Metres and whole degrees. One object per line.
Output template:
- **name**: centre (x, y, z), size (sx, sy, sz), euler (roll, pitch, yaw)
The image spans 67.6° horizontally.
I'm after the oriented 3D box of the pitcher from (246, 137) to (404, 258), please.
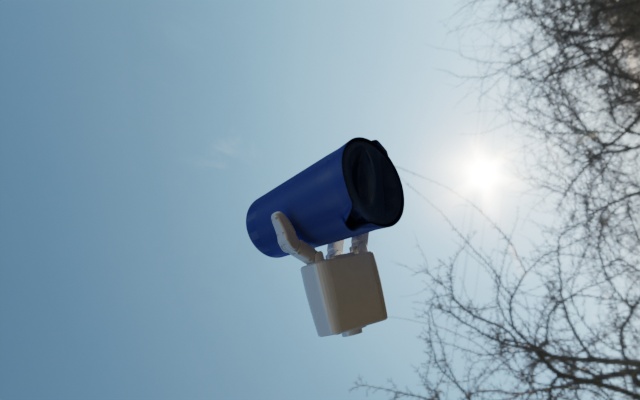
- **pitcher**: centre (0.000, 0.003, 0.740), size (0.243, 0.145, 0.149), euler (-24, -14, 41)
